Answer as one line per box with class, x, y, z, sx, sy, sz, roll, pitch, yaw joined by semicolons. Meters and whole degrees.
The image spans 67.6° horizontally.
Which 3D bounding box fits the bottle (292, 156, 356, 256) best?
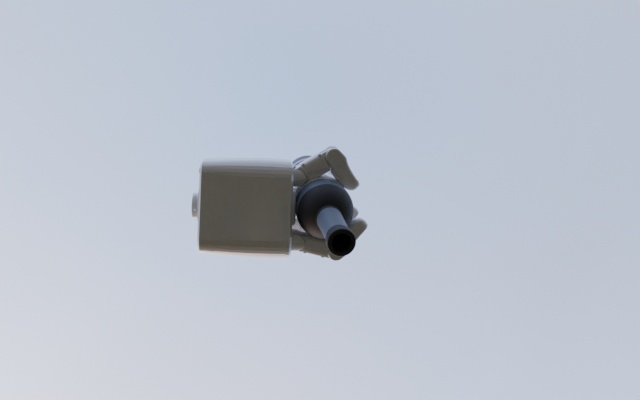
bottle;0.000;0.002;0.583;0.069;0.069;0.295;0;15;-8
